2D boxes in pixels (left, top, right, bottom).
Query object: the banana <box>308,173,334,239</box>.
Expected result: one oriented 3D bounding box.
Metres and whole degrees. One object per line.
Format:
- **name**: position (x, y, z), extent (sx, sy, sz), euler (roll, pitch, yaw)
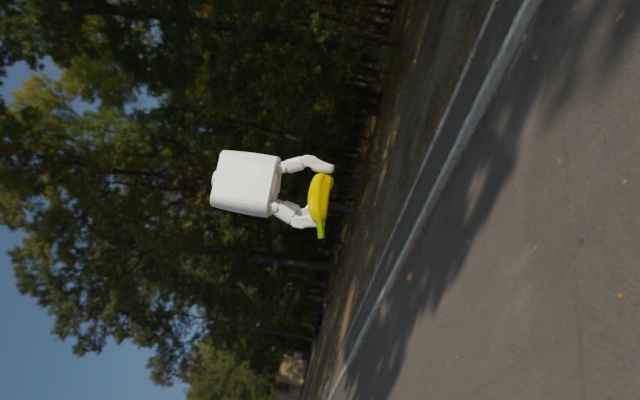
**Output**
- **banana**: position (0.000, -0.012, 0.851), extent (0.037, 0.070, 0.197), euler (5, 29, 4)
